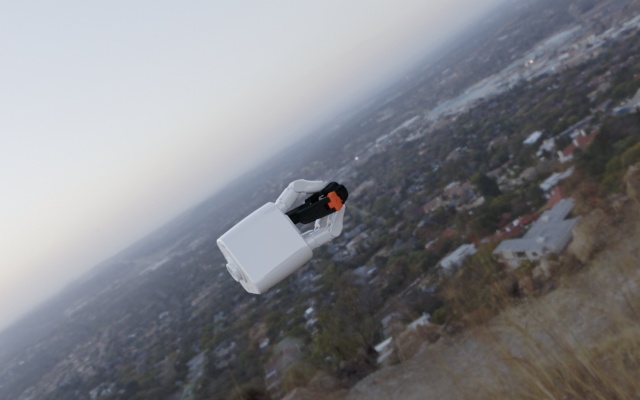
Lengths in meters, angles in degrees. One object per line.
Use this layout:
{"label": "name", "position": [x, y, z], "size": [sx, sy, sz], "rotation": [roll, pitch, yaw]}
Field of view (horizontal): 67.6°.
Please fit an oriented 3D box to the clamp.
{"label": "clamp", "position": [0.000, 0.002, 0.812], "size": [0.164, 0.036, 0.210], "rotation": [-35, 7, -23]}
